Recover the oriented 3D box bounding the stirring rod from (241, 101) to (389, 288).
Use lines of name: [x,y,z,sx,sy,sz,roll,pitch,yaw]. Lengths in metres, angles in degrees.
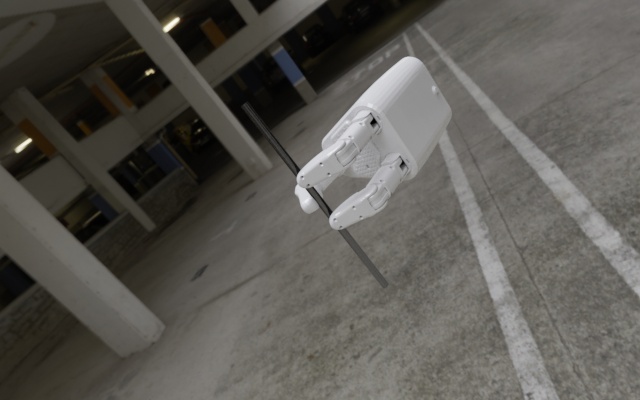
stirring rod: [0.000,0.002,0.476,0.011,0.239,0.011,-33,19,13]
